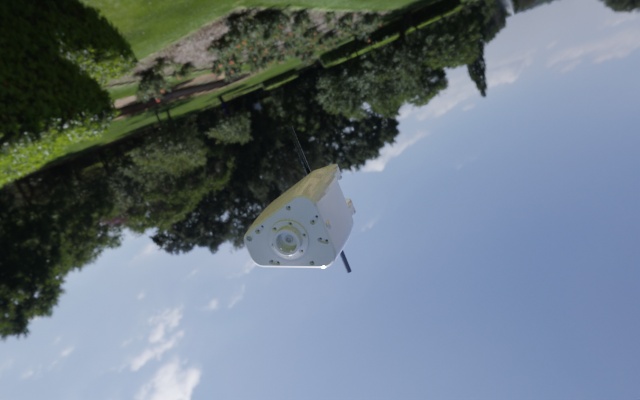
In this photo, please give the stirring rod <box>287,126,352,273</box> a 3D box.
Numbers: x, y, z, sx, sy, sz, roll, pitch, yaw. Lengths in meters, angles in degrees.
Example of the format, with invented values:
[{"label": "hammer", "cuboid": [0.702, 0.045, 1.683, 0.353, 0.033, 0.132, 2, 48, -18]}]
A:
[{"label": "stirring rod", "cuboid": [0.000, 0.002, 0.718, 0.011, 0.239, 0.011, -21, 12, 5]}]
